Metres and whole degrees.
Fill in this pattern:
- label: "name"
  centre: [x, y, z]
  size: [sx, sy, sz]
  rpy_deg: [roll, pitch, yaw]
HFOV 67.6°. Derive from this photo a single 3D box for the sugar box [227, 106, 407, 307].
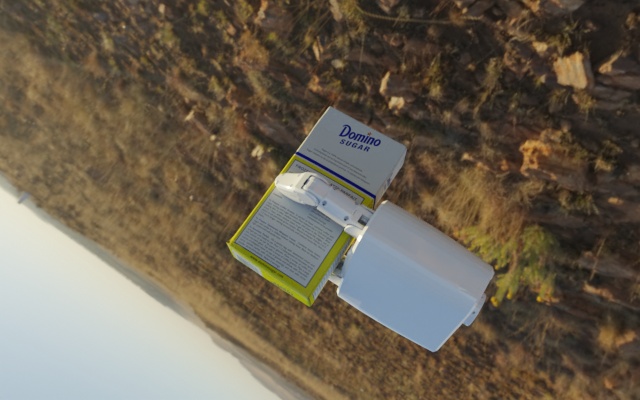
- label: "sugar box"
  centre: [0.000, 0.002, 0.463]
  size: [0.093, 0.176, 0.048]
  rpy_deg: [31, -20, 14]
